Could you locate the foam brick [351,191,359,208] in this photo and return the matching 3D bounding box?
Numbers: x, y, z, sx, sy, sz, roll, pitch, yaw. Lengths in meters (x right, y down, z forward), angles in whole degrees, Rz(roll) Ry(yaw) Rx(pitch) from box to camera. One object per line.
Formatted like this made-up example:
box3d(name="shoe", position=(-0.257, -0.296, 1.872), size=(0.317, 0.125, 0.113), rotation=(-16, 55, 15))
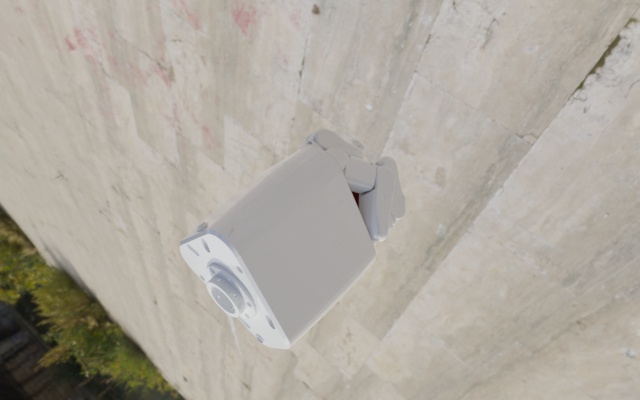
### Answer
box3d(name="foam brick", position=(0.000, 0.002, 0.446), size=(0.051, 0.053, 0.078), rotation=(-42, 12, -33))
